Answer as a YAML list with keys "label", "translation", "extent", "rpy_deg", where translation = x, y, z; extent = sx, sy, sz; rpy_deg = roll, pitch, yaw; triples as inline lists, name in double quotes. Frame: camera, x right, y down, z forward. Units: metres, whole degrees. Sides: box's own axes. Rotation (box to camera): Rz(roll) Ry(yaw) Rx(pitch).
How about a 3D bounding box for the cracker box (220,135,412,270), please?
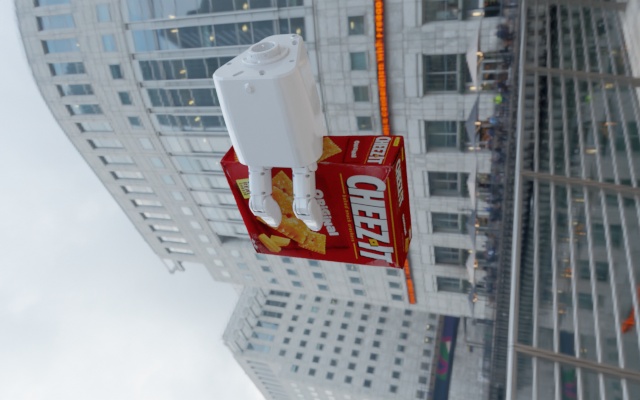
- label: "cracker box"
  translation: [0.000, 0.002, 0.606]
  extent: [0.213, 0.164, 0.072]
  rpy_deg: [4, 41, 21]
